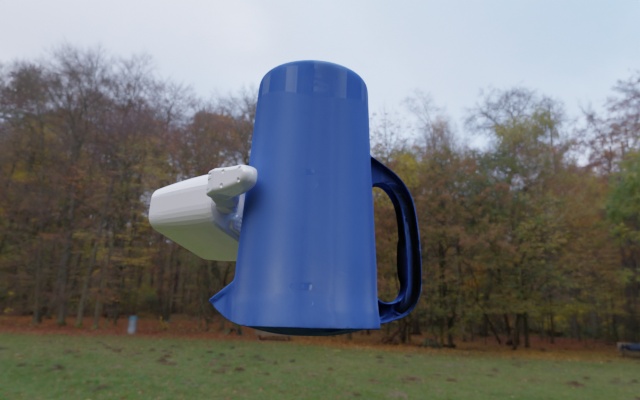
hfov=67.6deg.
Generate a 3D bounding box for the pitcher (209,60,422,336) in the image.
[{"bbox_3d":[0.000,0.001,0.448,0.145,0.242,0.149,-9,-18,37],"label":"pitcher"}]
